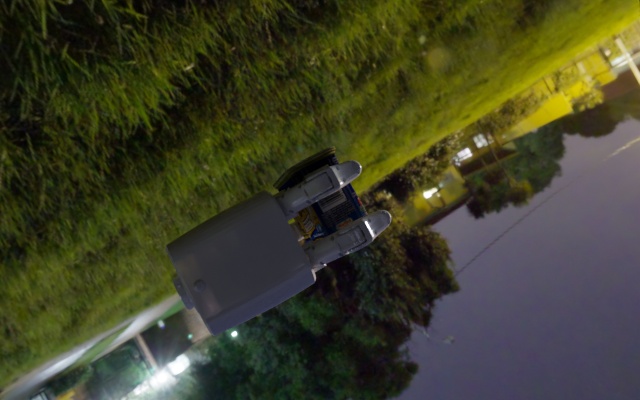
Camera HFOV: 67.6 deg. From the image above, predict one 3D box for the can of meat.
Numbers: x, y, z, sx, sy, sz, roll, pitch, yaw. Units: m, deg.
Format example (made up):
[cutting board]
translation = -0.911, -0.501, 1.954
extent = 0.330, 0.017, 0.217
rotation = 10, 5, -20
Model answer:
[can of meat]
translation = 0.000, 0.002, 0.495
extent = 0.057, 0.084, 0.102
rotation = -28, -1, -18
